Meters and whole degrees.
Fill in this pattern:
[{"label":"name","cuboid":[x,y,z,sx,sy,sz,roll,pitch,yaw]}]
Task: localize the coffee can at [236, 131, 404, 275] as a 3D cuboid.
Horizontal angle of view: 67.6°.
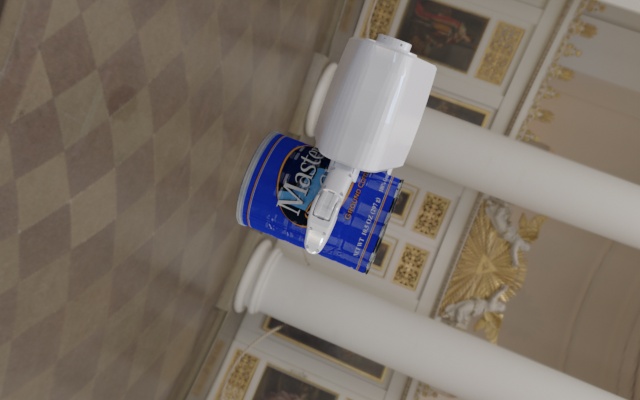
[{"label":"coffee can","cuboid":[0.000,0.002,0.484,0.140,0.103,0.103,21,2,6]}]
